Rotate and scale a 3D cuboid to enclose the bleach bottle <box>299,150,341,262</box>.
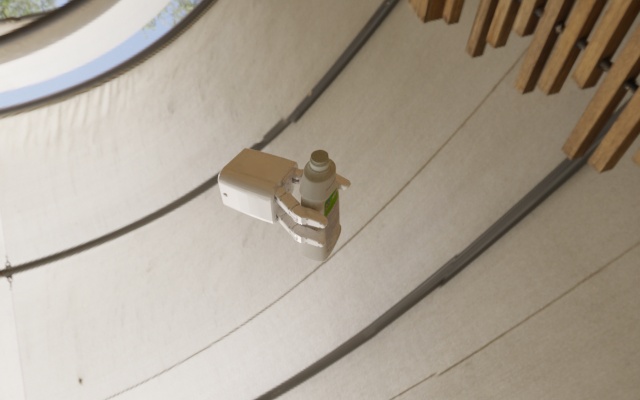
[{"bbox_3d":[0.000,0.003,0.839,0.068,0.102,0.251,18,-36,13],"label":"bleach bottle"}]
